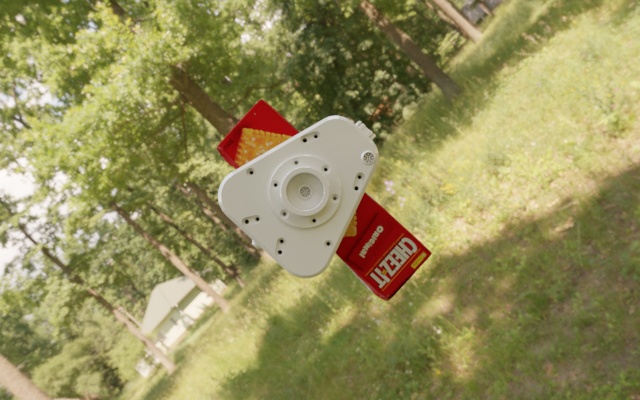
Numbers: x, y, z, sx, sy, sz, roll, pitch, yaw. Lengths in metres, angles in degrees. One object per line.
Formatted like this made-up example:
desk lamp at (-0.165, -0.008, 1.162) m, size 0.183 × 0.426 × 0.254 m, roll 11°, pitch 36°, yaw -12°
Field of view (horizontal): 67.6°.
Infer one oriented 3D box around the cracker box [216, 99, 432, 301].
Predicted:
cracker box at (0.000, 0.001, 0.514) m, size 0.213 × 0.072 × 0.164 m, roll 43°, pitch -1°, yaw -1°
